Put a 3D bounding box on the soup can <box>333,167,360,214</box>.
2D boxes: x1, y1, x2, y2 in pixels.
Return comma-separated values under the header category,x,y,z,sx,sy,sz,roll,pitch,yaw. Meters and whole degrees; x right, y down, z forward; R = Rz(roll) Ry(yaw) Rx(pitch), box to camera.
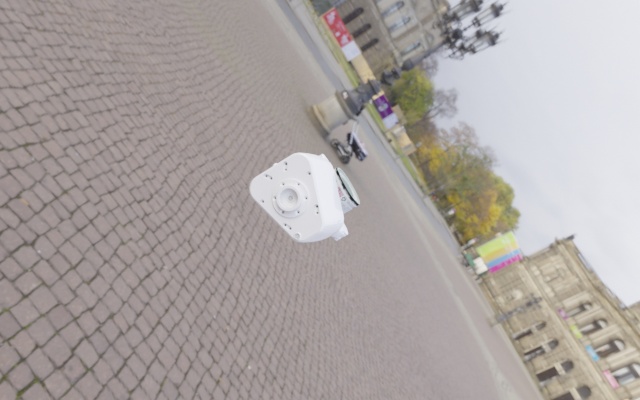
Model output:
category,x,y,z,sx,sy,sz,roll,pitch,yaw
soup can,0.001,0.002,0.730,0.102,0.068,0.068,-30,-7,12
